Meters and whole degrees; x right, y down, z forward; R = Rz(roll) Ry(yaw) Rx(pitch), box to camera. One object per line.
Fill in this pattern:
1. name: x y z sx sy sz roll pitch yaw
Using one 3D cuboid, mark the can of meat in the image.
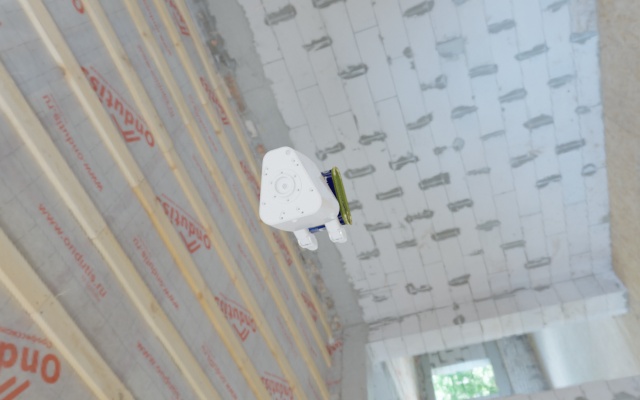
1. can of meat: 0.000 0.003 0.815 0.084 0.102 0.057 -15 -6 11
